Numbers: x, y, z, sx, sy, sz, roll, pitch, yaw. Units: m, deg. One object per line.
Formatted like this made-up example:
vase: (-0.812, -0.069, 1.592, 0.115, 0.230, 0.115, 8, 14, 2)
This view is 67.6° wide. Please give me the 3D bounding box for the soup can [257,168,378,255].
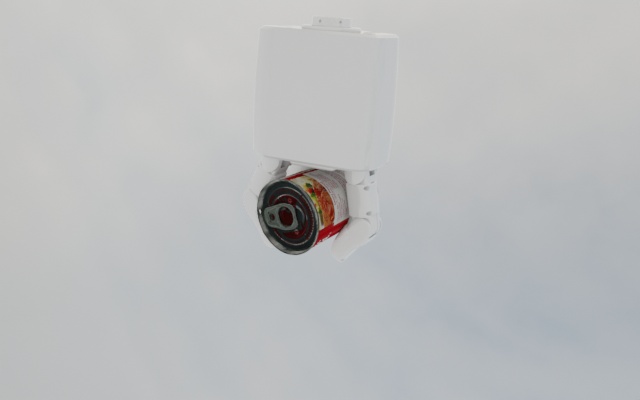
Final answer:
soup can: (0.000, 0.002, 0.444, 0.068, 0.068, 0.102, 0, 15, 38)
